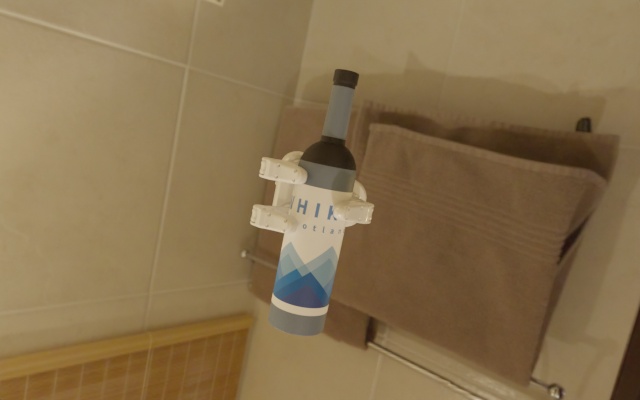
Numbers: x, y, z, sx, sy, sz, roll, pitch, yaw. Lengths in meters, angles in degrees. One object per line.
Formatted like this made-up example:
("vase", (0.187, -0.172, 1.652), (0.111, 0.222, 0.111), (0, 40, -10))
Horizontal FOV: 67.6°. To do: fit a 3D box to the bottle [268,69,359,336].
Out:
("bottle", (0.000, 0.002, 0.542), (0.069, 0.296, 0.069), (11, 7, -1))
